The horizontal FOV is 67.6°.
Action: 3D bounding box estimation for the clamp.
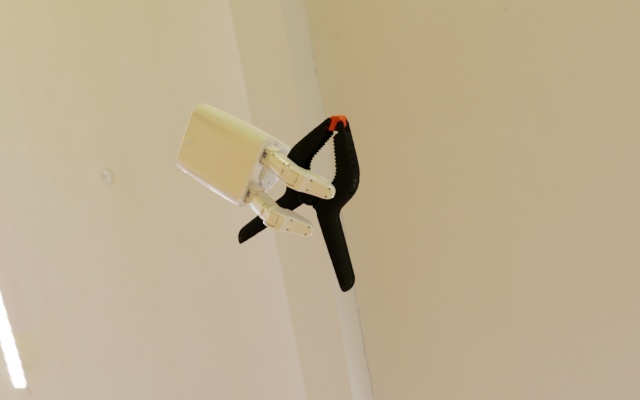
[{"bbox_3d":[0.000,0.001,0.583,0.164,0.210,0.036,29,20,11],"label":"clamp"}]
